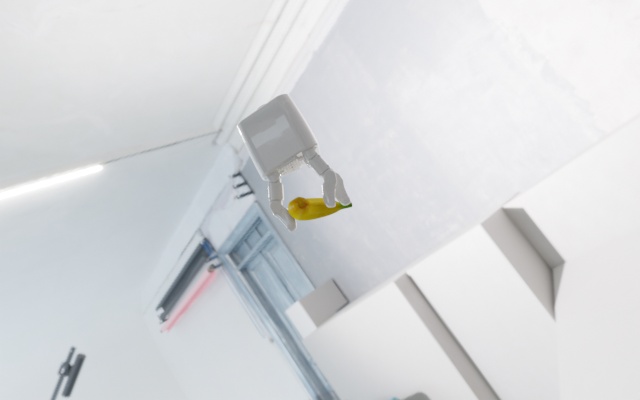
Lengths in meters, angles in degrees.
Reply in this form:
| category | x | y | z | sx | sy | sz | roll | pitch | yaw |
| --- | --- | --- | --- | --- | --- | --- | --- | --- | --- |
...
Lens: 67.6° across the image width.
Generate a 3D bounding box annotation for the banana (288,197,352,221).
| category | x | y | z | sx | sy | sz | roll | pitch | yaw |
| --- | --- | --- | --- | --- | --- | --- | --- | --- | --- |
| banana | -0.014 | 0.010 | 0.810 | 0.069 | 0.037 | 0.198 | -26 | -9 | 24 |
